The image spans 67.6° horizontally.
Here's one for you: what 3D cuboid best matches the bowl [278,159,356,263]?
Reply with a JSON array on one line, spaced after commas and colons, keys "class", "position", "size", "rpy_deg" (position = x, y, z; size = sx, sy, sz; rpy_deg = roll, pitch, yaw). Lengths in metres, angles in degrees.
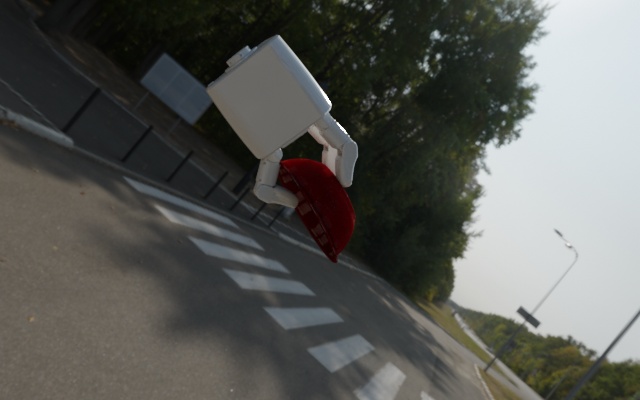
[{"class": "bowl", "position": [0.001, 0.003, 0.645], "size": [0.055, 0.162, 0.162], "rpy_deg": [-30, 5, -10]}]
